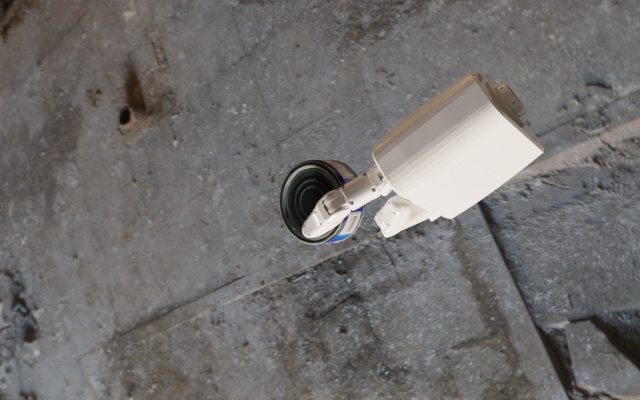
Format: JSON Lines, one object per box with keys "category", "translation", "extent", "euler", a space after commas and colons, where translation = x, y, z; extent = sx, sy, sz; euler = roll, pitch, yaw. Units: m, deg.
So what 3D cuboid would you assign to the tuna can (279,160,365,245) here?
{"category": "tuna can", "translation": [0.000, 0.002, 0.479], "extent": [0.086, 0.086, 0.034], "euler": [0, 3, 37]}
